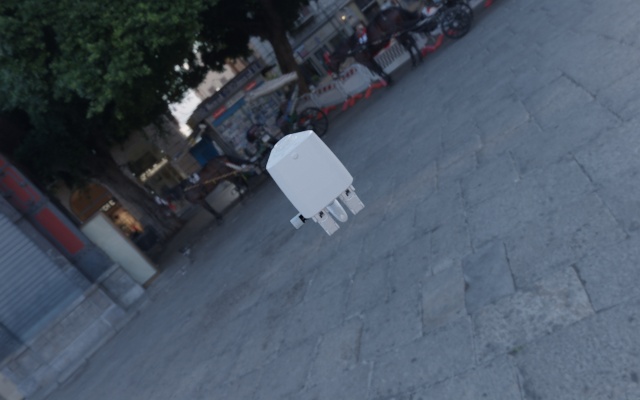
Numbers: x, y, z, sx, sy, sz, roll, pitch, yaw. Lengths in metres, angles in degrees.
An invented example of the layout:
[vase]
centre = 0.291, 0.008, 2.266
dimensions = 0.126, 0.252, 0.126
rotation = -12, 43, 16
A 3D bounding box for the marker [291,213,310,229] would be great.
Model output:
[marker]
centre = 0.000, 0.003, 0.814
dimensions = 0.121, 0.020, 0.020
rotation = -40, 1, -1
